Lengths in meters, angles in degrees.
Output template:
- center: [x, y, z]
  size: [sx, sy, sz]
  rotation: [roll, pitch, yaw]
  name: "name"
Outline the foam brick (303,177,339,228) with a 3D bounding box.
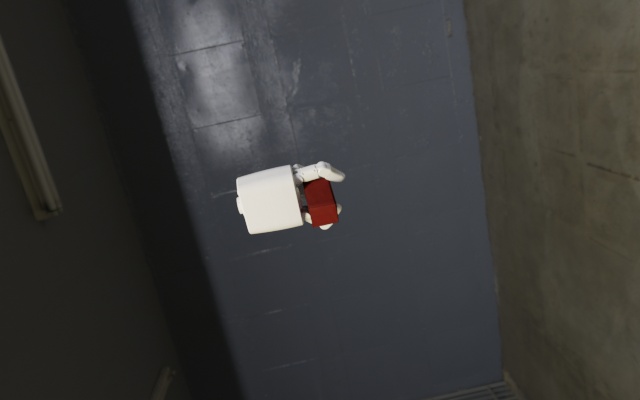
- center: [0.000, 0.003, 0.891]
  size: [0.051, 0.053, 0.078]
  rotation: [-12, 43, -3]
  name: "foam brick"
